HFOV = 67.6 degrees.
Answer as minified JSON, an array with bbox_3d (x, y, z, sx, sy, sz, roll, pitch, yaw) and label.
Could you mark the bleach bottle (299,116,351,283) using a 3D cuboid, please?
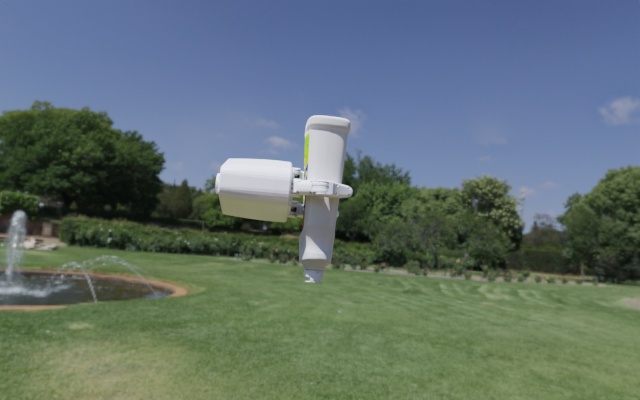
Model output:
[{"bbox_3d":[0.000,0.002,0.748,0.068,0.251,0.102,5,-5,-6],"label":"bleach bottle"}]
